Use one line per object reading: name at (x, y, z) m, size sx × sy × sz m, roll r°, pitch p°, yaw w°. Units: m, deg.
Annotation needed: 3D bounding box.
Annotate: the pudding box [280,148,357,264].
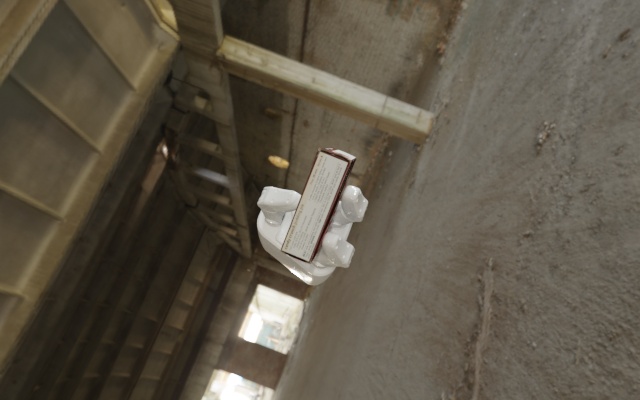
pudding box at (0.000, 0.002, 0.503) m, size 0.039 × 0.113 × 0.090 m, roll 20°, pitch 9°, yaw 3°
